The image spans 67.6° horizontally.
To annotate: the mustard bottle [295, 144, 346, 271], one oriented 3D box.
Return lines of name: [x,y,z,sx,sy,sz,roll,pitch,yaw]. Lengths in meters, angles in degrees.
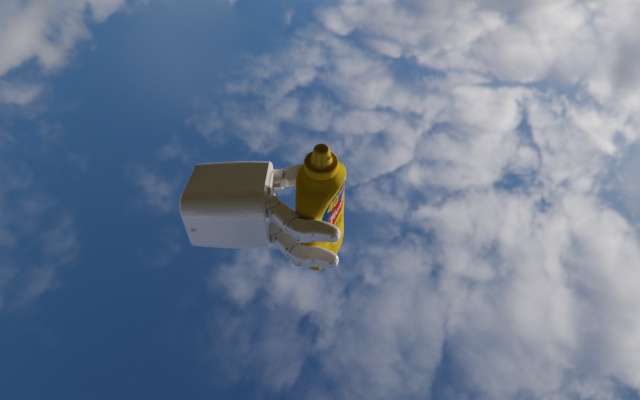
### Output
mustard bottle: [0.000,0.002,0.617,0.058,0.096,0.192,19,-38,16]
